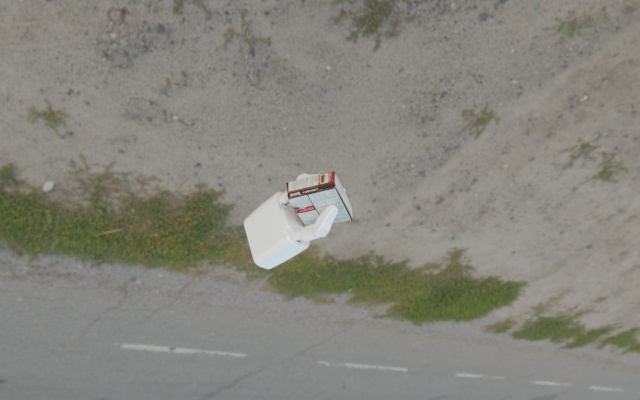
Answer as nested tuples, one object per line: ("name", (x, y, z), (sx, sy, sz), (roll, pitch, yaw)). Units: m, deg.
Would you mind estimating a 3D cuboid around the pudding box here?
("pudding box", (0.000, 0.003, 0.844), (0.090, 0.039, 0.114), (-14, -35, 12))
